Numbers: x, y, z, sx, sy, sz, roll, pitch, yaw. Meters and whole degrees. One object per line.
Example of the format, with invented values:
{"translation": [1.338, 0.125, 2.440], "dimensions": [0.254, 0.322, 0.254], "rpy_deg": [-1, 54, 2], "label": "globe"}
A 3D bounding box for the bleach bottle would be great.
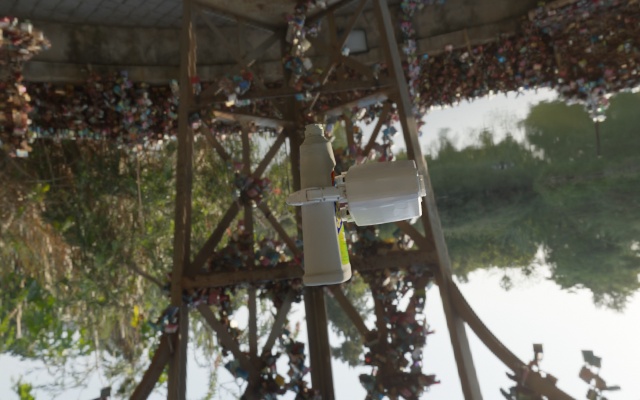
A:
{"translation": [0.000, 0.003, 0.755], "dimensions": [0.068, 0.251, 0.102], "rpy_deg": [-7, -5, 12], "label": "bleach bottle"}
